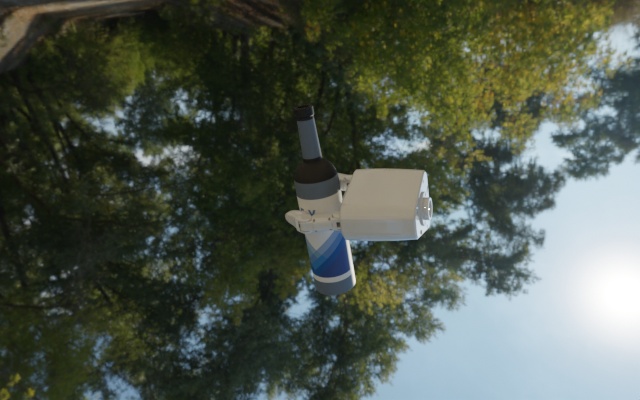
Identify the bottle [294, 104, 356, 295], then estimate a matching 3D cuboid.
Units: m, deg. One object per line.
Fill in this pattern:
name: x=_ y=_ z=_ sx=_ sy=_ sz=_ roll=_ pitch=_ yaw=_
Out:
bottle: x=0.000 y=0.003 z=0.724 sx=0.069 sy=0.296 sz=0.069 roll=-9 pitch=23 yaw=4
